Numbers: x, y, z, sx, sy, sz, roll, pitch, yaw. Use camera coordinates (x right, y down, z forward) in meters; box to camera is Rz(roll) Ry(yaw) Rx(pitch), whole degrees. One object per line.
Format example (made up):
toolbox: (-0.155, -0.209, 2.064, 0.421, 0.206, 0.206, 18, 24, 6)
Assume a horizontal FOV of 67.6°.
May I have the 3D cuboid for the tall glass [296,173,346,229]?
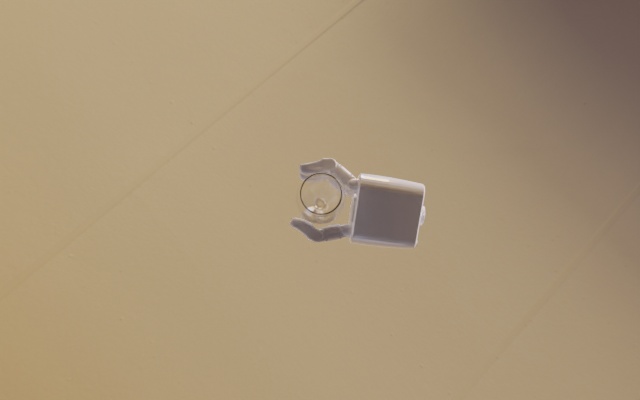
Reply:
tall glass: (0.000, 0.003, 0.786, 0.079, 0.079, 0.201, 0, -7, 0)
